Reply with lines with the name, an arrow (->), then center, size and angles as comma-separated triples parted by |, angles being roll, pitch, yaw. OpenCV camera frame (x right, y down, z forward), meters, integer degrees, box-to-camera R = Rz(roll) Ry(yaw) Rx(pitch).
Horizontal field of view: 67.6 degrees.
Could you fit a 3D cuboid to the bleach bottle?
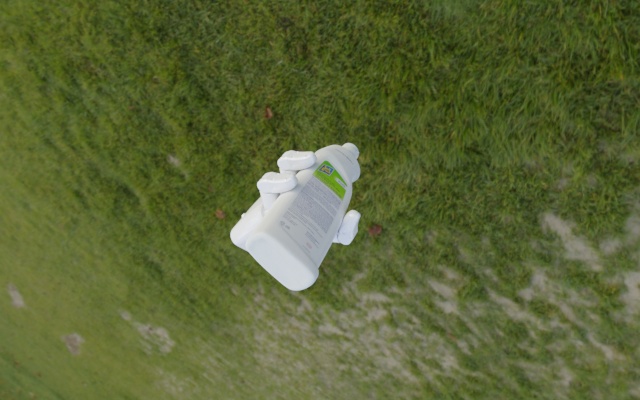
bleach bottle -> 0.000, 0.002, 0.680 | 0.068, 0.102, 0.250 | -36, 14, 47
